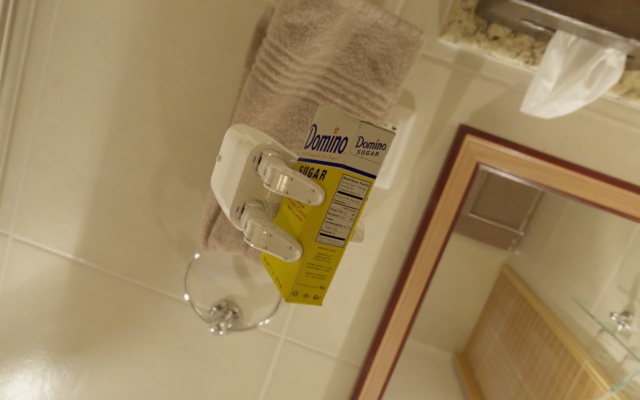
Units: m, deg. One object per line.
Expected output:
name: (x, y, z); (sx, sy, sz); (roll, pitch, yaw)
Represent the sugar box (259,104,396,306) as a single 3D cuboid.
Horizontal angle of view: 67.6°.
sugar box: (0.000, 0.001, 0.456); (0.048, 0.176, 0.093); (13, 14, -28)
